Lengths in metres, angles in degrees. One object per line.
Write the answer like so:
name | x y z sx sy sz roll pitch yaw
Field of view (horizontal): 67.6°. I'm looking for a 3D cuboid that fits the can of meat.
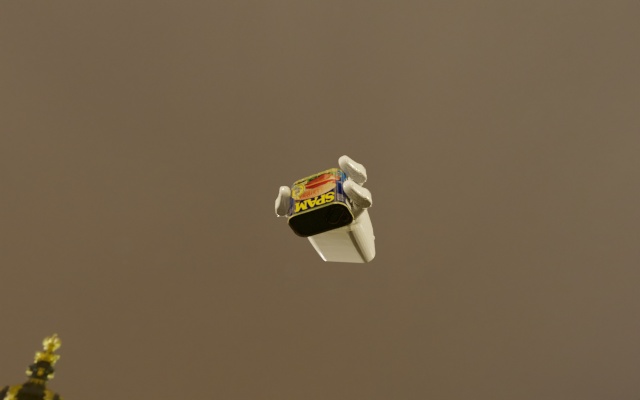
can of meat | 0.000 0.002 0.781 0.102 0.083 0.057 -18 -46 18
